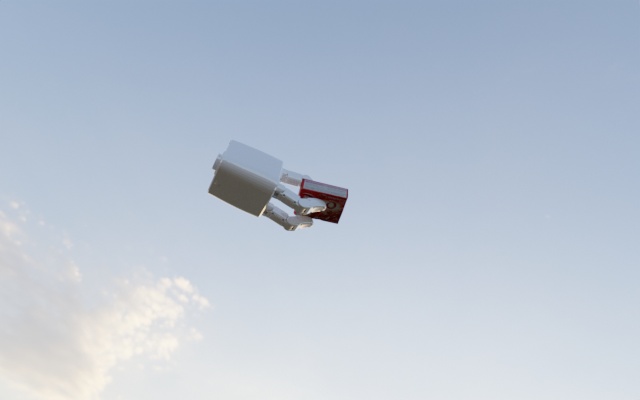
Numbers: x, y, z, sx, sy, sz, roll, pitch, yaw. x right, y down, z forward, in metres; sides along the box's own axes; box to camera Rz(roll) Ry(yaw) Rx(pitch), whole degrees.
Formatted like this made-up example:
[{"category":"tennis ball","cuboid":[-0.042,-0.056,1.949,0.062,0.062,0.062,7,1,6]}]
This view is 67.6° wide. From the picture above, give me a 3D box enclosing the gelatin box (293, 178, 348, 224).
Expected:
[{"category":"gelatin box","cuboid":[0.001,0.003,0.889,0.089,0.030,0.073,13,-45,-5]}]
